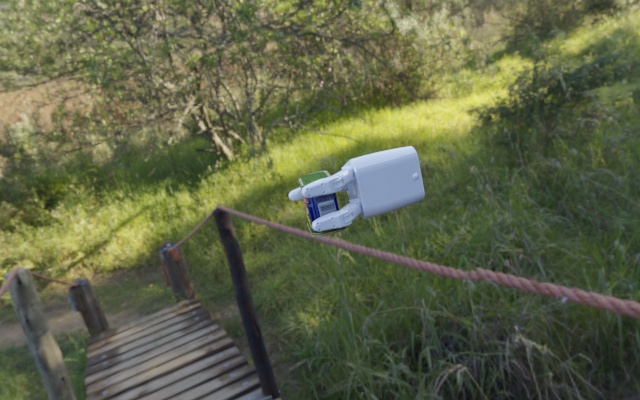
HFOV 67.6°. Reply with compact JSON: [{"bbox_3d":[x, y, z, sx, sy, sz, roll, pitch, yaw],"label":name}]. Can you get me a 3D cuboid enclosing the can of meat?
[{"bbox_3d":[0.000,0.002,0.774,0.057,0.084,0.102,-14,14,-4],"label":"can of meat"}]
